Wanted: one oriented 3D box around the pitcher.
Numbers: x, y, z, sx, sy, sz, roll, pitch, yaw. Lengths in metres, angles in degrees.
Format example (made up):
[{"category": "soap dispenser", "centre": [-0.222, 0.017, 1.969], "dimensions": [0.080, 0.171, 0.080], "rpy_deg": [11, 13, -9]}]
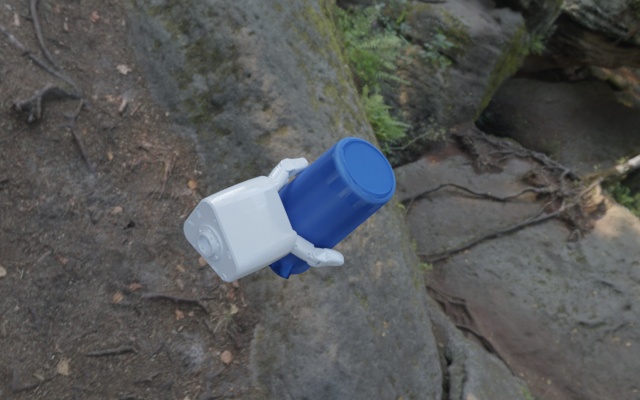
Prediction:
[{"category": "pitcher", "centre": [0.000, 0.003, 0.742], "dimensions": [0.145, 0.149, 0.243], "rpy_deg": [-22, -13, -45]}]
